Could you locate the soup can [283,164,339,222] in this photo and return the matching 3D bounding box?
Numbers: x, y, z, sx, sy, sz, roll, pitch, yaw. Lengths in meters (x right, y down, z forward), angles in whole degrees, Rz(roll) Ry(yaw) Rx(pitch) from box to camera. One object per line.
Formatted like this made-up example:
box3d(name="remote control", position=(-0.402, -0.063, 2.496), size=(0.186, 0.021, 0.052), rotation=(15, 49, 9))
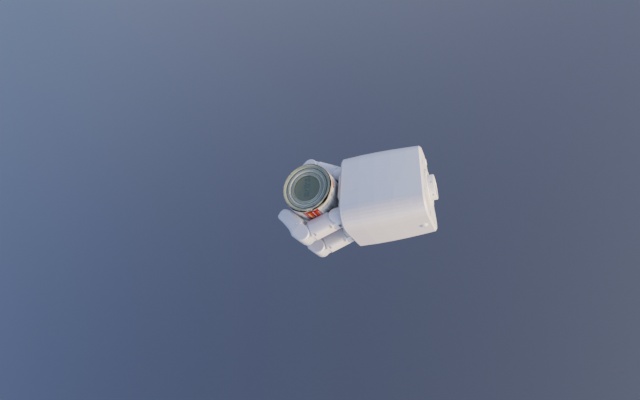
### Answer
box3d(name="soup can", position=(0.000, 0.002, 0.642), size=(0.068, 0.068, 0.102), rotation=(0, -22, 23))
